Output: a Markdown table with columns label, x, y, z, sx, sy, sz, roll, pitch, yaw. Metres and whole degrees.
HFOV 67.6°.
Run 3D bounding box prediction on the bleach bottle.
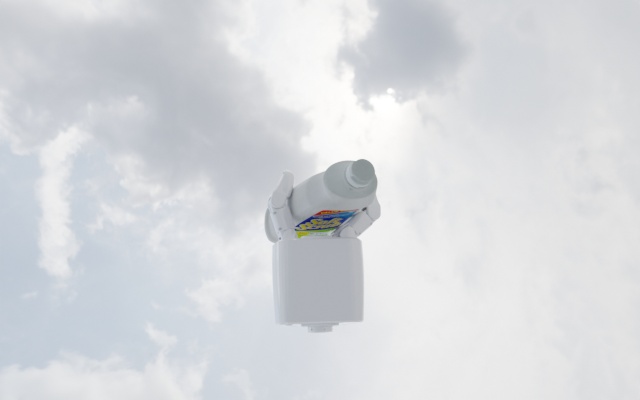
| label | x | y | z | sx | sy | sz | roll | pitch | yaw |
| --- | --- | --- | --- | --- | --- | --- | --- | --- | --- |
| bleach bottle | 0.000 | 0.002 | 0.643 | 0.102 | 0.068 | 0.251 | 3 | -18 | -19 |
